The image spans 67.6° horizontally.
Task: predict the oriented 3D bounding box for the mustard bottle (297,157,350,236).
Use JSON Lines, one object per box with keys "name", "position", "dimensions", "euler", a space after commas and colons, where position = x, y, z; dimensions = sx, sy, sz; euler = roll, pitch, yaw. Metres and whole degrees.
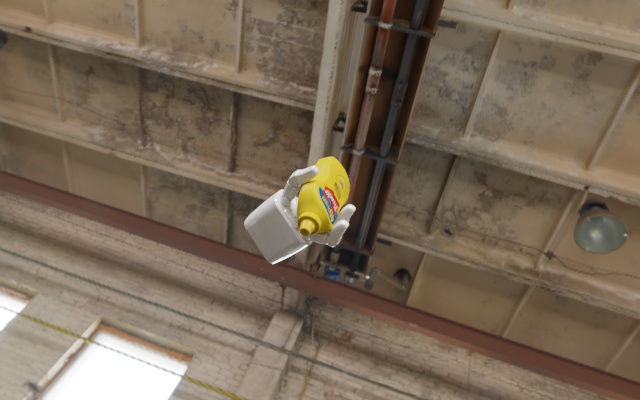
{"name": "mustard bottle", "position": [0.000, 0.003, 0.878], "dimensions": [0.058, 0.096, 0.191], "euler": [-8, 29, 25]}
